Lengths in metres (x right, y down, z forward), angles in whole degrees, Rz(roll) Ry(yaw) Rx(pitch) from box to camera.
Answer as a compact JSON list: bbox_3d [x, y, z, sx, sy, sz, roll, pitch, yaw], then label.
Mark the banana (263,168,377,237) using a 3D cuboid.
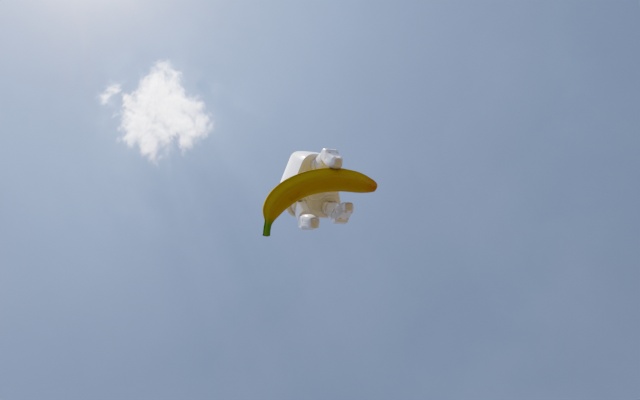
[{"bbox_3d":[-0.009,-0.014,0.728,0.198,0.069,0.037,-22,11,-15],"label":"banana"}]
